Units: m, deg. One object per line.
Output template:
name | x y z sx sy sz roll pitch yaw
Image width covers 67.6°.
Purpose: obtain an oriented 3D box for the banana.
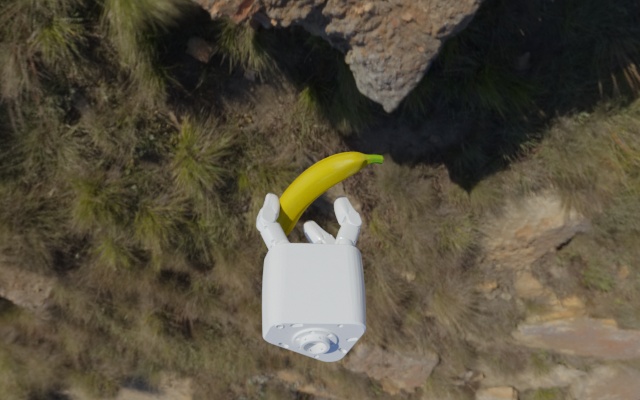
banana | -0.010 -0.008 0.632 0.198 0.037 0.070 -36 -51 27
